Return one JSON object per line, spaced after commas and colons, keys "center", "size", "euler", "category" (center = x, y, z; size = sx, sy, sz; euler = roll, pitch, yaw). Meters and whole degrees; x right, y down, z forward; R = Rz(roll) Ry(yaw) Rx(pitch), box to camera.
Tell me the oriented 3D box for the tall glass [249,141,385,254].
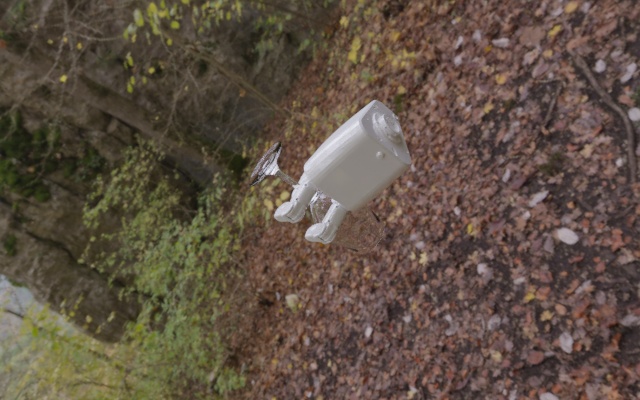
{"center": [-0.001, 0.002, 0.691], "size": [0.201, 0.079, 0.079], "euler": [35, -14, -21], "category": "tall glass"}
